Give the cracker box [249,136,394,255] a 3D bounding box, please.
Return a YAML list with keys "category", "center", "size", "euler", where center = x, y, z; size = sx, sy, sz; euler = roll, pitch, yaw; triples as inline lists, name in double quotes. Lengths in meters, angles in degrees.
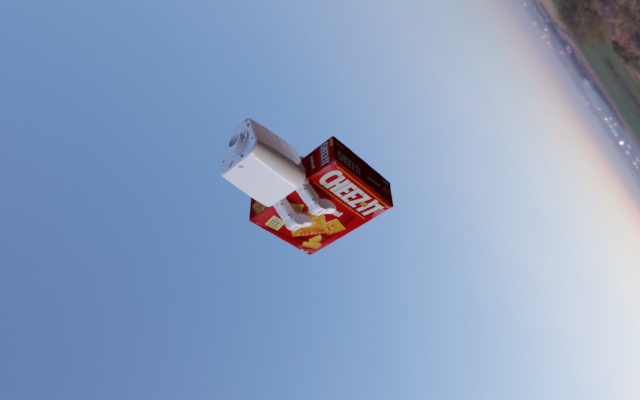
- category: "cracker box"
  center: [0.000, 0.003, 0.879]
  size: [0.214, 0.072, 0.164]
  euler: [-33, -50, 29]
